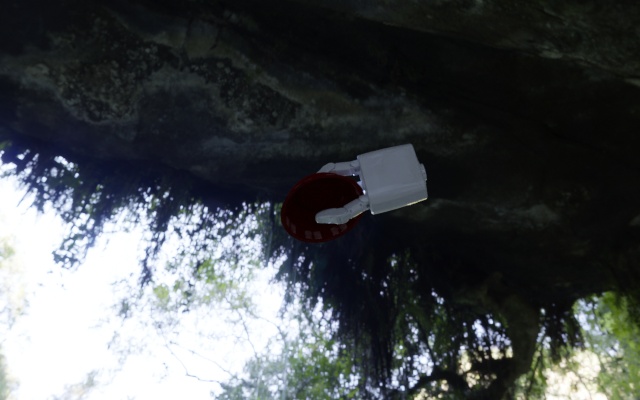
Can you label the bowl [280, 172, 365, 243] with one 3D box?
[{"bbox_3d":[-0.001,0.003,0.893,0.162,0.162,0.055,0,38,-18],"label":"bowl"}]
